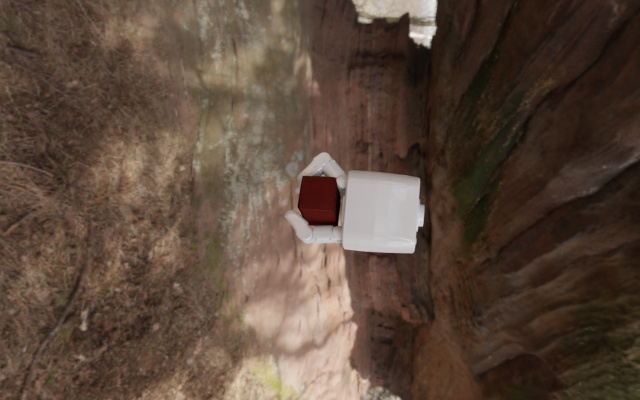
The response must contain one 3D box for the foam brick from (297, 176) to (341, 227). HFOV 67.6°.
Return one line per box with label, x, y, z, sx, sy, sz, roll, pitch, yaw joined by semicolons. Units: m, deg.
foam brick;0.000;0.002;0.714;0.051;0.053;0.078;3;-21;10
